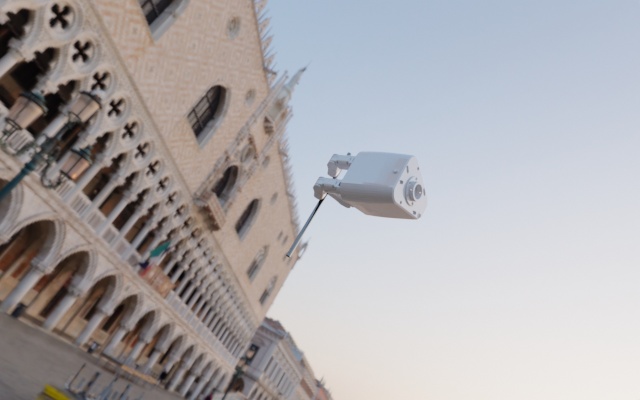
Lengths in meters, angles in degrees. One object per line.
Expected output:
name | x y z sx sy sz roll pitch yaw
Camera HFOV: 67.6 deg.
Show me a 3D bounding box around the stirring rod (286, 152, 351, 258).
stirring rod | 0.000 0.003 0.876 0.011 0.239 0.011 25 -25 13
